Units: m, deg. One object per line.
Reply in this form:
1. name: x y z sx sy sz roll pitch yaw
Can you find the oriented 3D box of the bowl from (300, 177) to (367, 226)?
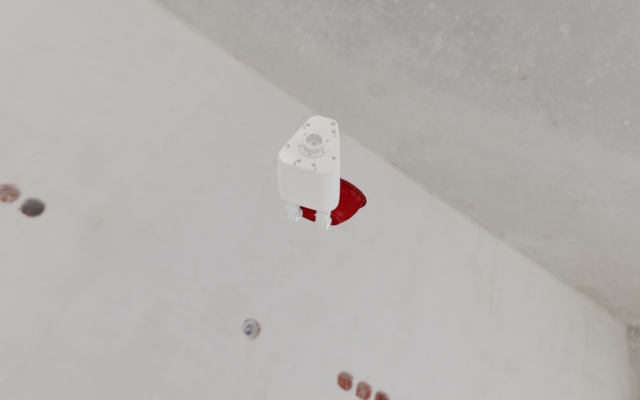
1. bowl: 0.000 0.004 0.876 0.162 0.055 0.162 17 -19 6
